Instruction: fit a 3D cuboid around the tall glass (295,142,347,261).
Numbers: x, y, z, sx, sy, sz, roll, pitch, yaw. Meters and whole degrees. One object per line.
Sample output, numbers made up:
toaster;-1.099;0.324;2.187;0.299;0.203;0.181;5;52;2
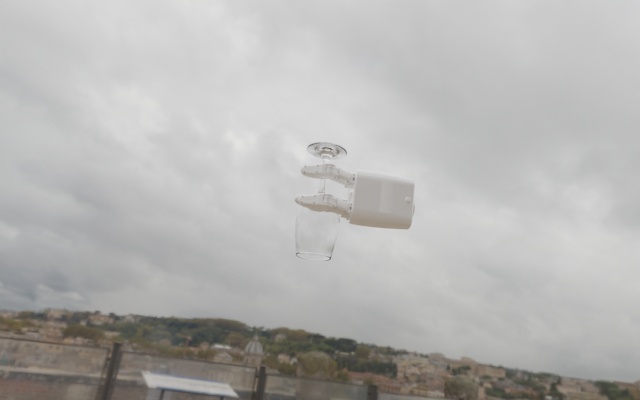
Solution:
tall glass;0.000;0.002;0.846;0.079;0.201;0.079;7;-17;2
